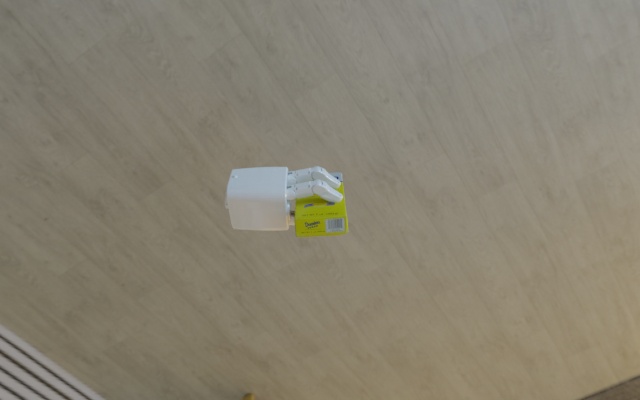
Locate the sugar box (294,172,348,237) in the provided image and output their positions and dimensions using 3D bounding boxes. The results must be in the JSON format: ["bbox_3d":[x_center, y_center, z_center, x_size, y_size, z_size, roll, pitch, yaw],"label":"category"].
[{"bbox_3d":[0.000,0.003,0.899,0.093,0.048,0.176,-3,31,0],"label":"sugar box"}]
